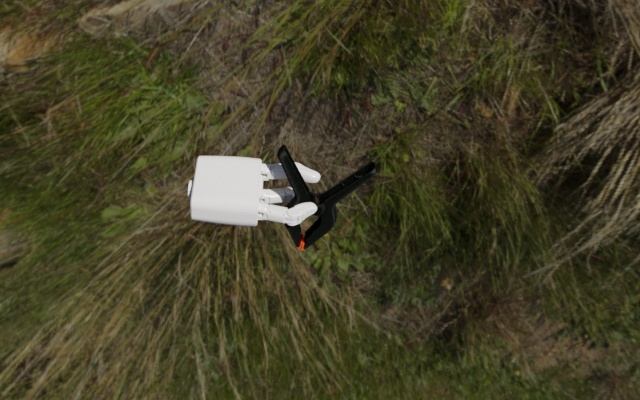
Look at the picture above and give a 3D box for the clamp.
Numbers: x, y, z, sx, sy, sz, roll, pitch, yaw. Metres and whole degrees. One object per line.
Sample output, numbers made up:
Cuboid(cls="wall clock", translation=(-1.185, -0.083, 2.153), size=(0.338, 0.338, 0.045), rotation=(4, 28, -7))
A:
Cuboid(cls="clamp", translation=(0.000, 0.004, 0.818), size=(0.164, 0.210, 0.036), rotation=(5, 38, -8))
